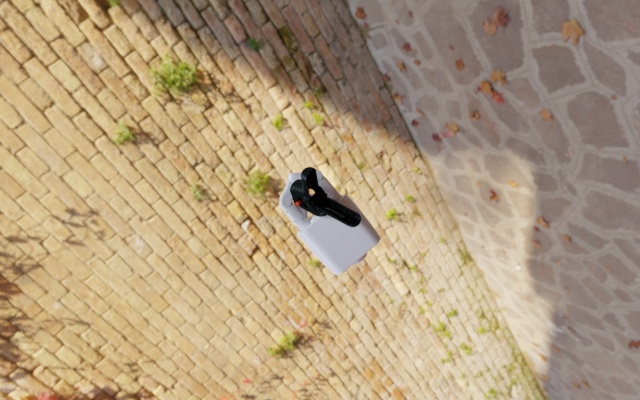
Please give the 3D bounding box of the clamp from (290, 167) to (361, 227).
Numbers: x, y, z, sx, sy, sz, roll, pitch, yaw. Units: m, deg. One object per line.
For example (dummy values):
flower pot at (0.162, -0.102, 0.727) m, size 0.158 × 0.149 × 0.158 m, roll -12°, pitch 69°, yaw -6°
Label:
clamp at (0.000, 0.003, 0.784) m, size 0.039 × 0.120 × 0.171 m, roll -42°, pitch 5°, yaw -13°
